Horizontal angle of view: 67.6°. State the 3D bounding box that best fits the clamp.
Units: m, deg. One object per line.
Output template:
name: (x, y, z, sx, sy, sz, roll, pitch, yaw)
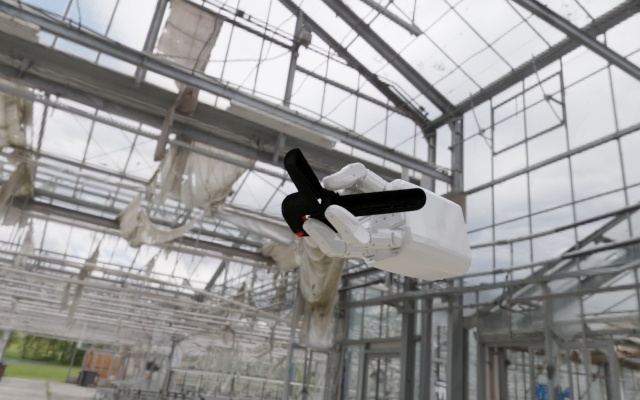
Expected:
clamp: (0.000, 0.001, 0.579, 0.164, 0.036, 0.210, 21, -25, -23)
